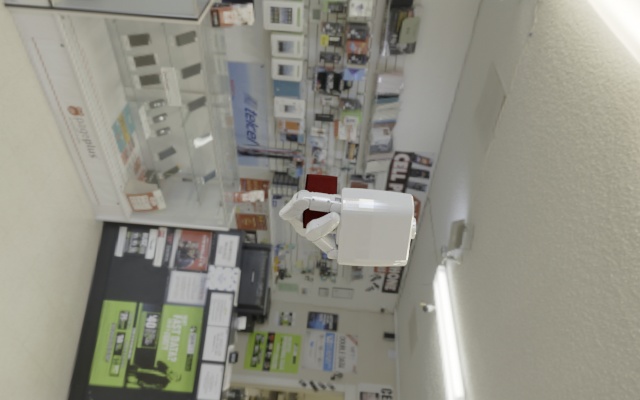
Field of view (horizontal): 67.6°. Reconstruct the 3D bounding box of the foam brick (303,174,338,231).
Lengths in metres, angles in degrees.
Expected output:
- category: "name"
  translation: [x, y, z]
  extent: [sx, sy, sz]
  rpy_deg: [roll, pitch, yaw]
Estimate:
- category: "foam brick"
  translation: [0.000, 0.002, 0.760]
  extent: [0.051, 0.053, 0.078]
  rpy_deg: [3, 42, 2]
